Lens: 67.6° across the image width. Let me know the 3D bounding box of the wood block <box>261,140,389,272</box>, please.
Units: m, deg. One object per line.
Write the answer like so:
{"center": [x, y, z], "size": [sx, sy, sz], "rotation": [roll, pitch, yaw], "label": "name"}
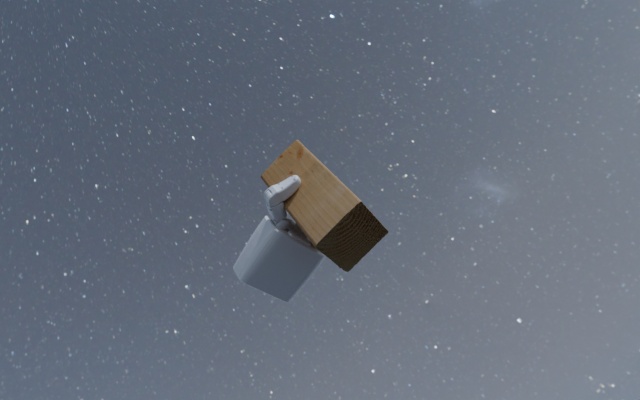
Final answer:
{"center": [0.000, 0.002, 0.744], "size": [0.091, 0.090, 0.206], "rotation": [43, 3, -43], "label": "wood block"}
